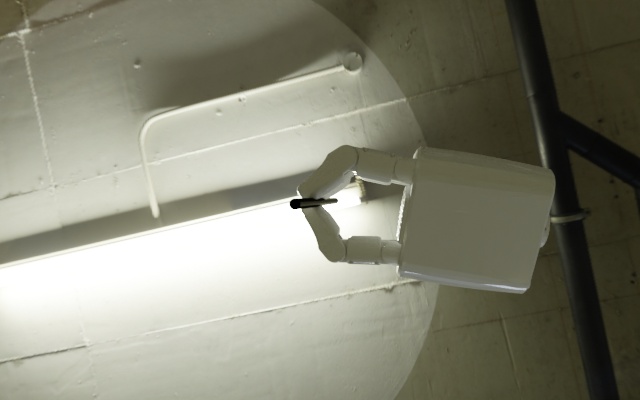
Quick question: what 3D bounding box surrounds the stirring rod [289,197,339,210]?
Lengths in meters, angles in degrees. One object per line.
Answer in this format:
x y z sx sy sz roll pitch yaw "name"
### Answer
0.000 0.001 0.441 0.011 0.011 0.239 0 0 8 "stirring rod"
